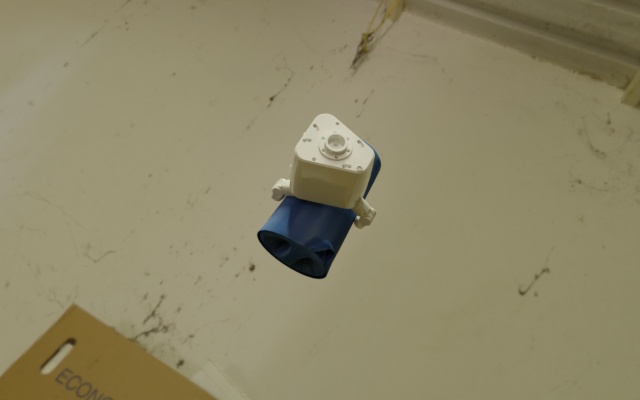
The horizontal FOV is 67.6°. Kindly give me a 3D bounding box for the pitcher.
[{"bbox_3d":[0.000,0.003,0.834,0.149,0.242,0.145,28,-26,9],"label":"pitcher"}]
